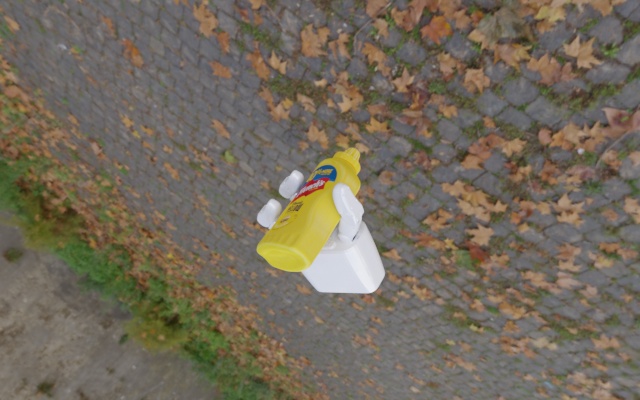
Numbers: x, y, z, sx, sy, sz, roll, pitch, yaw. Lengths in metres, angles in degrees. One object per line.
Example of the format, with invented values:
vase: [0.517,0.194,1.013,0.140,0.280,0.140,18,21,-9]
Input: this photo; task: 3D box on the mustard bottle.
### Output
mustard bottle: [0.000,0.002,0.623,0.058,0.191,0.096,46,-30,-19]
